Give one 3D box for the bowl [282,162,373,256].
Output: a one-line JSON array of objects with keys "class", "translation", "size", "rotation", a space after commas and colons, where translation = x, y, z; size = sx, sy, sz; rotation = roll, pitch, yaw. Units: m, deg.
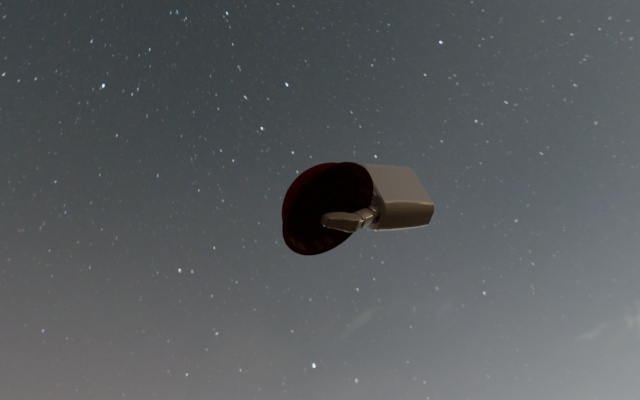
[{"class": "bowl", "translation": [-0.001, 0.002, 0.715], "size": [0.162, 0.162, 0.055], "rotation": [0, 31, -41]}]
